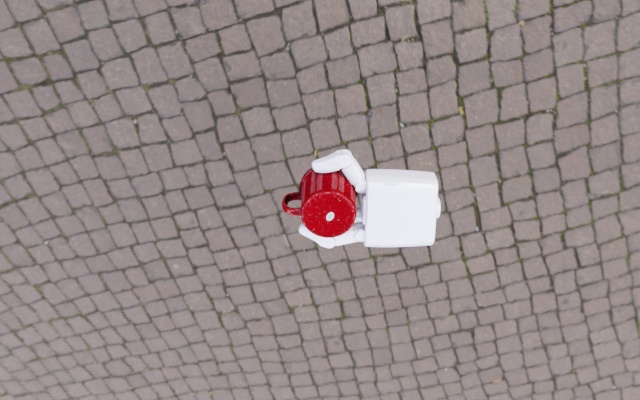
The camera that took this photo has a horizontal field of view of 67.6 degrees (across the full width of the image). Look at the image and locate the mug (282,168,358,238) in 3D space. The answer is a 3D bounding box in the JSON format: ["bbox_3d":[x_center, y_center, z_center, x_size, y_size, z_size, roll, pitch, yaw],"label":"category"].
[{"bbox_3d":[-0.001,0.002,0.717,0.117,0.093,0.081,-1,29,1],"label":"mug"}]
